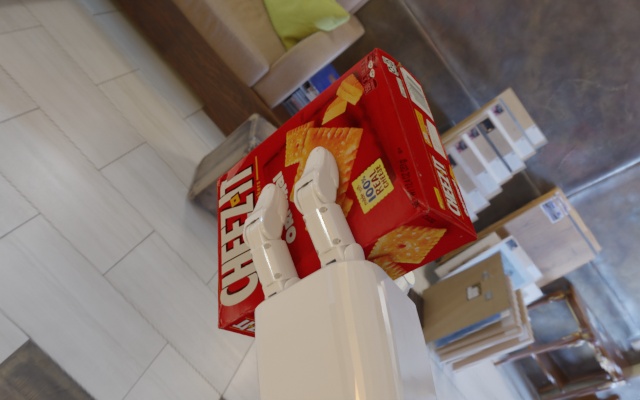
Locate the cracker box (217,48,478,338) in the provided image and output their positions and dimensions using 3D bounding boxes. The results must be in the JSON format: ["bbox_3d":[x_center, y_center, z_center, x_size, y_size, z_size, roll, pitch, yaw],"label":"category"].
[{"bbox_3d":[0.000,0.001,0.400,0.214,0.164,0.072,-34,-43,31],"label":"cracker box"}]
